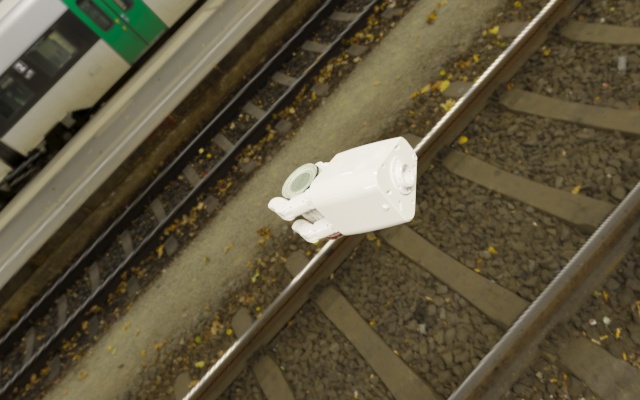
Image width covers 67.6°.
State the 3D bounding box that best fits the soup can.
[{"bbox_3d":[0.000,0.002,0.706,0.068,0.068,0.102,0,-37,49],"label":"soup can"}]
